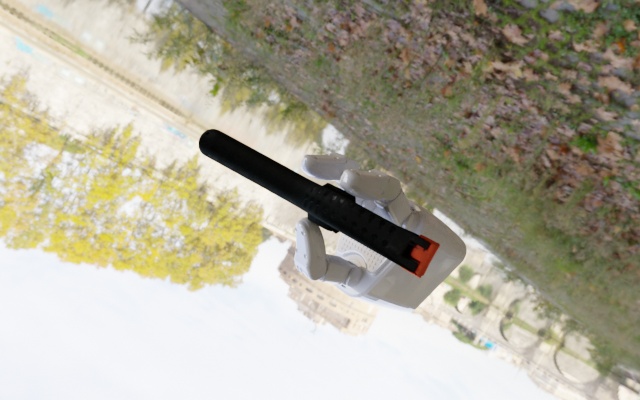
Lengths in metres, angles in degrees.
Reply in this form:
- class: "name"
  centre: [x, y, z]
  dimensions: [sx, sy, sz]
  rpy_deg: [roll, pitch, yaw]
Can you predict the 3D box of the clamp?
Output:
- class: "clamp"
  centre: [0.000, 0.002, 0.401]
  dimensions: [0.164, 0.036, 0.210]
  rpy_deg: [27, 1, -45]
